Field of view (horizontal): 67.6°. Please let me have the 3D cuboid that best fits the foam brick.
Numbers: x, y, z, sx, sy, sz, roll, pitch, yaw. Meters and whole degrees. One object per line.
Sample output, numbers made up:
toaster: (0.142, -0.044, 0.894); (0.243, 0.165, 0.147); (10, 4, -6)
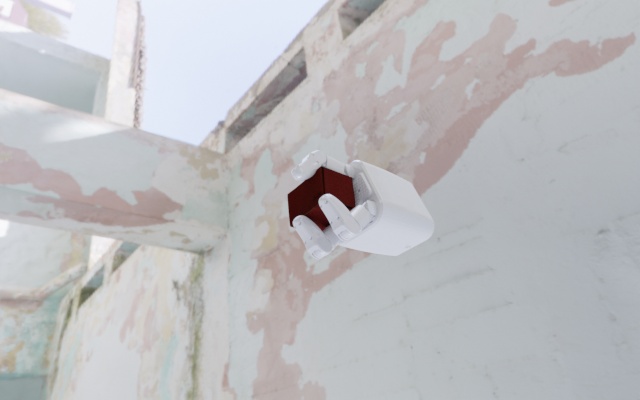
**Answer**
foam brick: (0.000, 0.002, 0.621); (0.051, 0.053, 0.078); (18, -37, -34)
